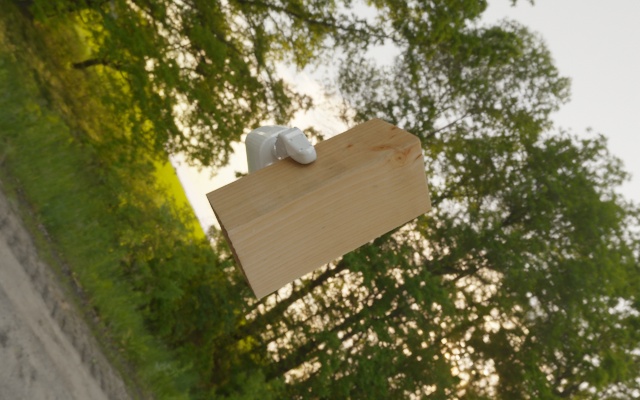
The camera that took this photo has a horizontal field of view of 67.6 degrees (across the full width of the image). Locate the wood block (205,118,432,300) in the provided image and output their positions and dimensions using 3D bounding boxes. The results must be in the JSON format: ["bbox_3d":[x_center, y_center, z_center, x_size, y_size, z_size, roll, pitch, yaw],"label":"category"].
[{"bbox_3d":[0.000,0.001,0.498,0.206,0.091,0.090,-26,32,-14],"label":"wood block"}]
